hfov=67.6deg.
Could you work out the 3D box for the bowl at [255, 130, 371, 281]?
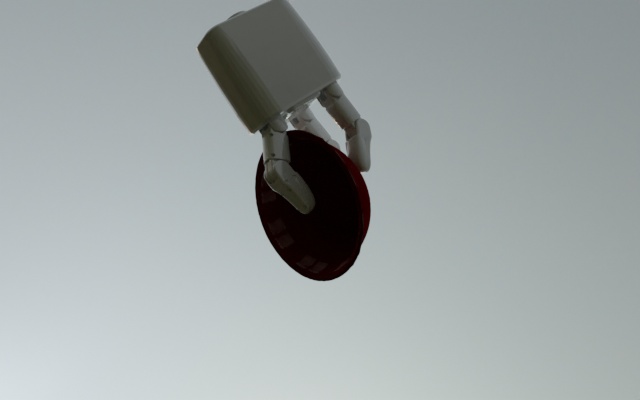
[{"bbox_3d":[0.001,0.003,0.513,0.055,0.162,0.162,-18,12,-42],"label":"bowl"}]
